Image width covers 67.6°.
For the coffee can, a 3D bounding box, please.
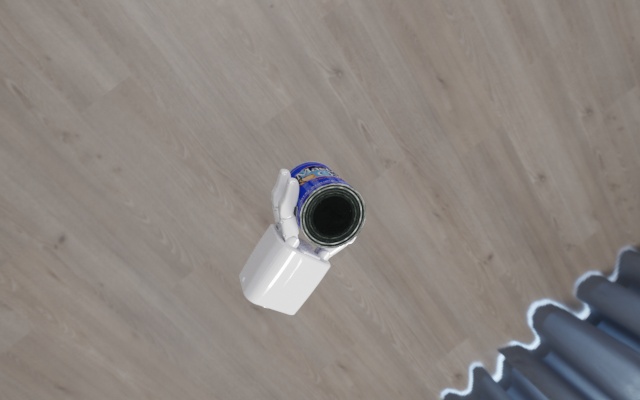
[{"bbox_3d":[0.000,0.002,0.762,0.103,0.103,0.140,0,18,-17],"label":"coffee can"}]
